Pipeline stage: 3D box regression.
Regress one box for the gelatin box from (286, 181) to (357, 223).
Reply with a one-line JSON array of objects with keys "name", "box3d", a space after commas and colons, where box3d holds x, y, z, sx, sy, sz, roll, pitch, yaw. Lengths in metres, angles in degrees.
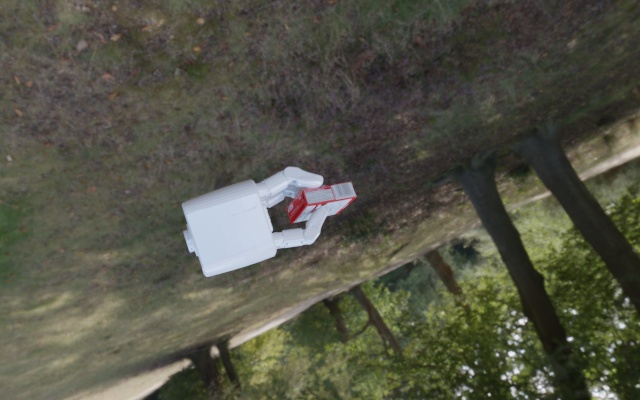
[{"name": "gelatin box", "box3d": [0.001, 0.003, 0.742, 0.089, 0.030, 0.073, -10, -19, -26]}]
